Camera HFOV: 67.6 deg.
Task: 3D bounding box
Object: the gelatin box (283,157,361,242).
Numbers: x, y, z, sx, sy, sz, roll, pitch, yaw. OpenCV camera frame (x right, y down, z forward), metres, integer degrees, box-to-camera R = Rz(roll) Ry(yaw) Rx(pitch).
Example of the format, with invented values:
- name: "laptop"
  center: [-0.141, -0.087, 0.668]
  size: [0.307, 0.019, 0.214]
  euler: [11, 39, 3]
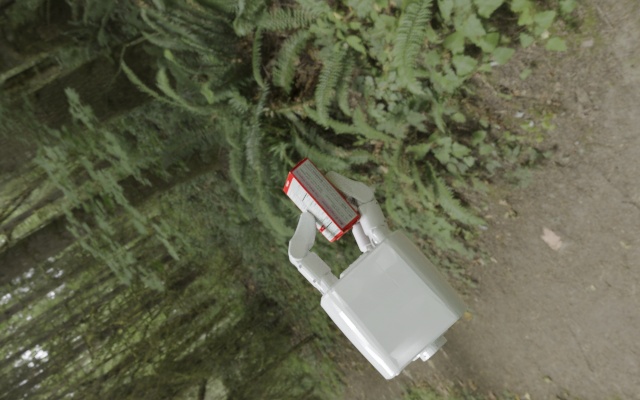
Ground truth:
- name: "gelatin box"
  center: [0.000, 0.002, 0.536]
  size: [0.030, 0.089, 0.073]
  euler: [-41, -4, -16]
